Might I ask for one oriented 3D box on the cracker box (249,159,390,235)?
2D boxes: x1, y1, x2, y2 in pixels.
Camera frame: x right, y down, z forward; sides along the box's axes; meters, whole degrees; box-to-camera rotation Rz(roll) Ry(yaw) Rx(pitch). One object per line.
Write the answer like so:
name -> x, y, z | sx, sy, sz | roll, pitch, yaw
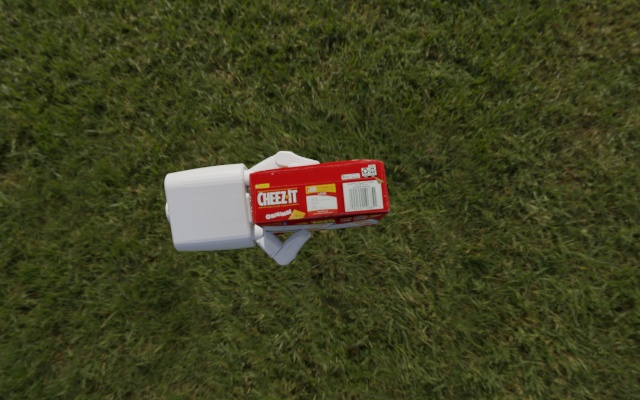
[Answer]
cracker box -> 0.000, 0.002, 0.664 | 0.164, 0.072, 0.214 | -6, -7, 1
